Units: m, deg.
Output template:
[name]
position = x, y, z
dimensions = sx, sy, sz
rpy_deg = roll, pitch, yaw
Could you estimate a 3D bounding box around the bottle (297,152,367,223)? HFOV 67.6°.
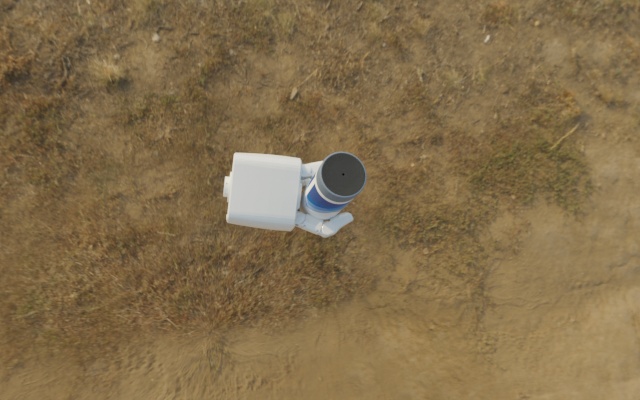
[bottle]
position = 0.000, 0.003, 0.787
dimensions = 0.069, 0.069, 0.296
rpy_deg = 0, -15, -13
